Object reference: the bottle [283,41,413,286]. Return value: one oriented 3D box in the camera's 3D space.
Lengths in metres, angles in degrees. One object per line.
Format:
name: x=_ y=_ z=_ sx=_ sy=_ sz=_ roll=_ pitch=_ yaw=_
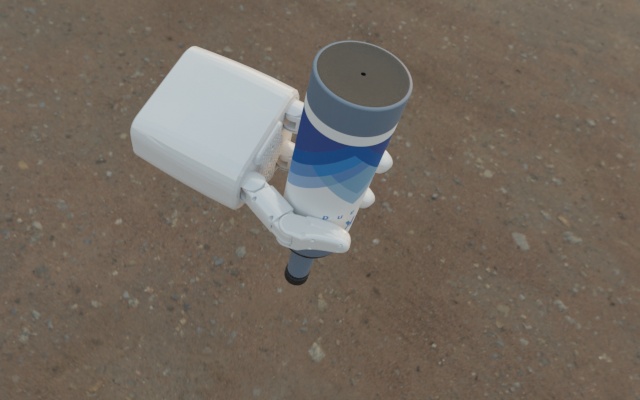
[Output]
bottle: x=0.000 y=0.001 z=0.425 sx=0.069 sy=0.069 sz=0.296 roll=0 pitch=-34 yaw=-13
